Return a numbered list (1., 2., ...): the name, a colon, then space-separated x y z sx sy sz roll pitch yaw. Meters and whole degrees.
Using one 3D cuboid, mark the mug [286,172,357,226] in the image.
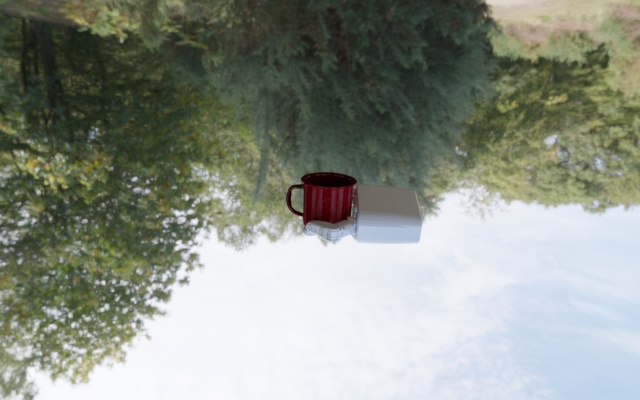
1. mug: -0.001 0.003 0.800 0.117 0.081 0.093 3 18 1
